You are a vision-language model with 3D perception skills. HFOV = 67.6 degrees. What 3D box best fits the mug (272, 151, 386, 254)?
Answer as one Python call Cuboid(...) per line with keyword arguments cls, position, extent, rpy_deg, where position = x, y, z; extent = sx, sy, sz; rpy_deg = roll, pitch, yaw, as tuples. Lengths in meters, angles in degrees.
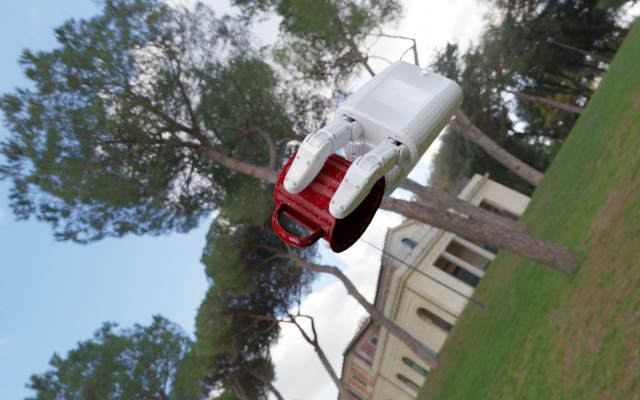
Cuboid(cls="mug", position=(-0.001, 0.002, 0.485), extent=(0.081, 0.093, 0.117), rpy_deg=(31, 58, 25))
